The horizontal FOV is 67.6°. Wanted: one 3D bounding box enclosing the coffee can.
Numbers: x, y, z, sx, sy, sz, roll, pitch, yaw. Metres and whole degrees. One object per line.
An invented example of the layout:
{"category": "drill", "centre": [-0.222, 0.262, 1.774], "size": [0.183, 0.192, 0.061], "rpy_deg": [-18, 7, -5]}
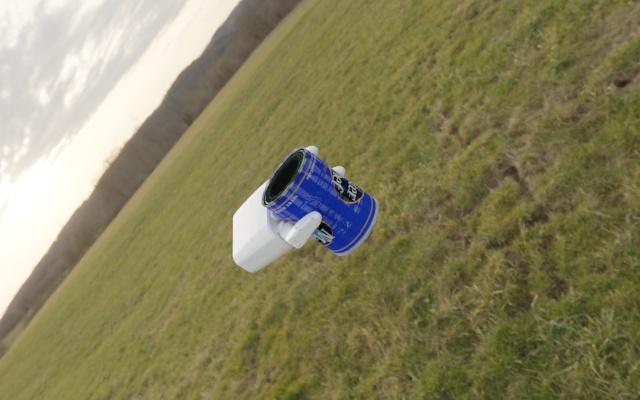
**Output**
{"category": "coffee can", "centre": [0.000, 0.002, 0.696], "size": [0.140, 0.102, 0.103], "rpy_deg": [35, -15, -22]}
